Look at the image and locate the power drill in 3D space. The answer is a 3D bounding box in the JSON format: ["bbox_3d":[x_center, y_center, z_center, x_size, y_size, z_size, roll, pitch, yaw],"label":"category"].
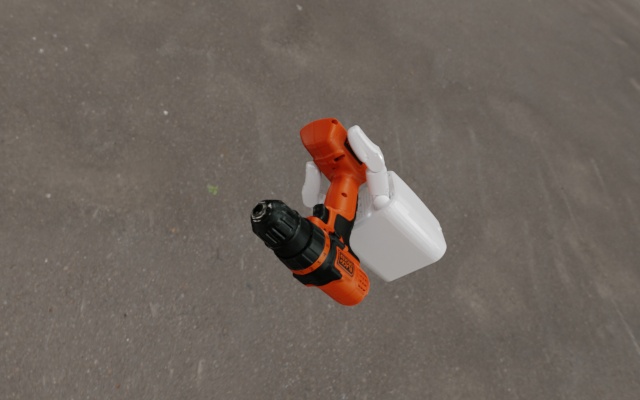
[{"bbox_3d":[0.000,0.001,0.528,0.057,0.187,0.184,-12,-39,29],"label":"power drill"}]
